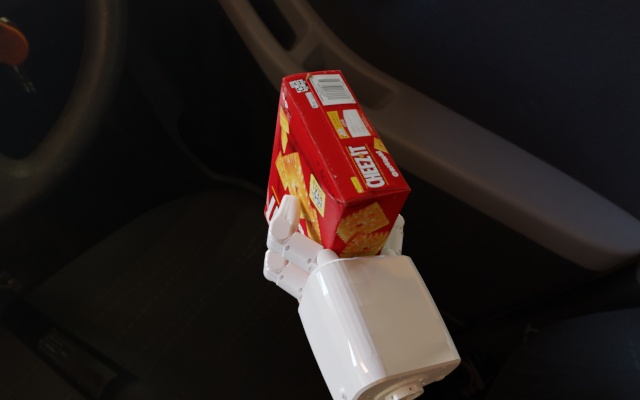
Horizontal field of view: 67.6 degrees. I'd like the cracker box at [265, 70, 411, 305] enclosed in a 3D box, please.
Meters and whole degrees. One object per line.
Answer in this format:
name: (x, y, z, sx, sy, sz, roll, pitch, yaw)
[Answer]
cracker box: (0.000, 0.002, 0.500, 0.072, 0.164, 0.214, -10, -36, -21)
